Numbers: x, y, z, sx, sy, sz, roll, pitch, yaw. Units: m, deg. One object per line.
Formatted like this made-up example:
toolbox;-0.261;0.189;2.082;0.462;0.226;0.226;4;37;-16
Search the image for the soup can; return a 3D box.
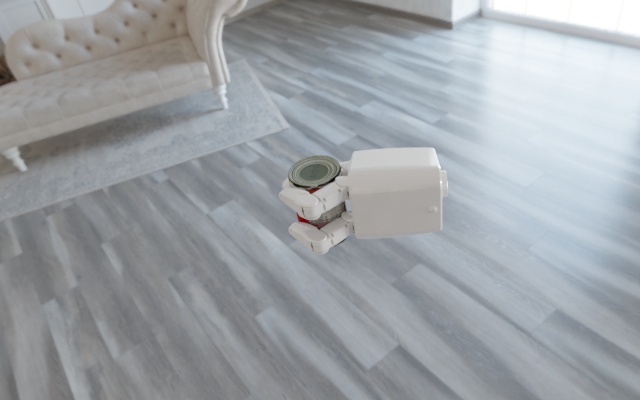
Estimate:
soup can;0.000;0.002;0.612;0.068;0.102;0.068;-7;38;6
